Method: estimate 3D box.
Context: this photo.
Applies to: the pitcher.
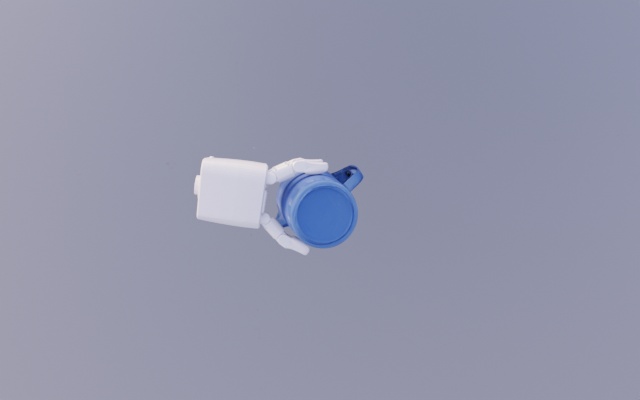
[{"bbox_3d":[0.000,0.003,0.846,0.145,0.149,0.243,10,5,-8],"label":"pitcher"}]
